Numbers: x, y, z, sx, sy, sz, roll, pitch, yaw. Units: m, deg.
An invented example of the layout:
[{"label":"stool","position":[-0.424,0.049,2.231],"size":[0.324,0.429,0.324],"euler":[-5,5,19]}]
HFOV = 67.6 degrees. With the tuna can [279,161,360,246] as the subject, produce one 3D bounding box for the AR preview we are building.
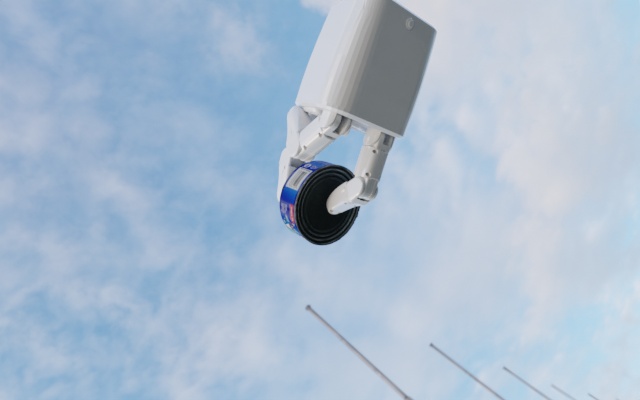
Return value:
[{"label":"tuna can","position":[0.000,0.002,0.502],"size":[0.086,0.086,0.033],"euler":[0,14,-38]}]
